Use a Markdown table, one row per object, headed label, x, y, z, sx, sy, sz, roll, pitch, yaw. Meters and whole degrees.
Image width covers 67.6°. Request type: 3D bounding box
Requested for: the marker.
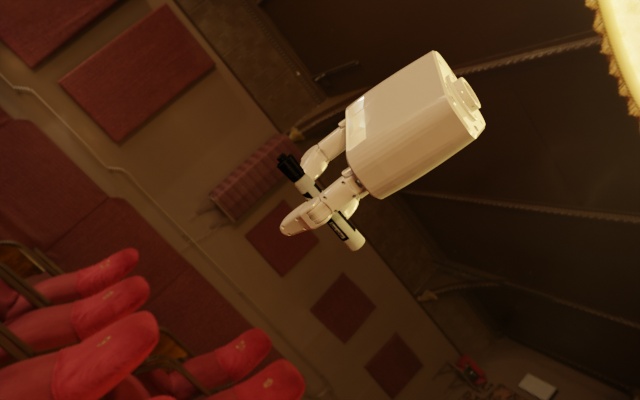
| label | x | y | z | sx | sy | sz | roll | pitch | yaw |
| --- | --- | --- | --- | --- | --- | --- | --- | --- | --- |
| marker | 0.000 | 0.002 | 0.468 | 0.020 | 0.121 | 0.020 | -37 | 16 | 12 |
